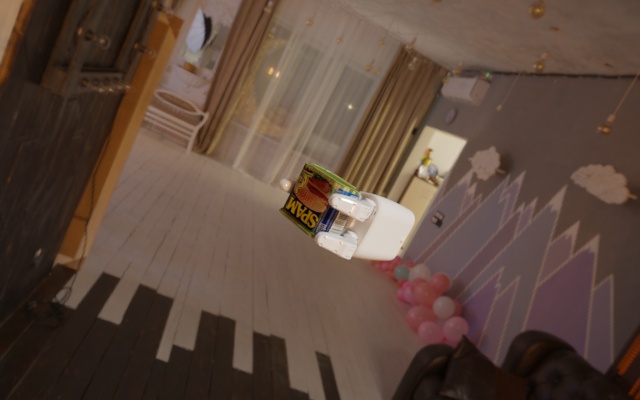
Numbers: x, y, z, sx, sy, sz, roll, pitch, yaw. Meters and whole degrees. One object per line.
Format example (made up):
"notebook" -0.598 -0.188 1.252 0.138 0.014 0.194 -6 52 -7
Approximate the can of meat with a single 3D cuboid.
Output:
"can of meat" 0.000 0.002 0.680 0.057 0.084 0.102 18 13 -45
